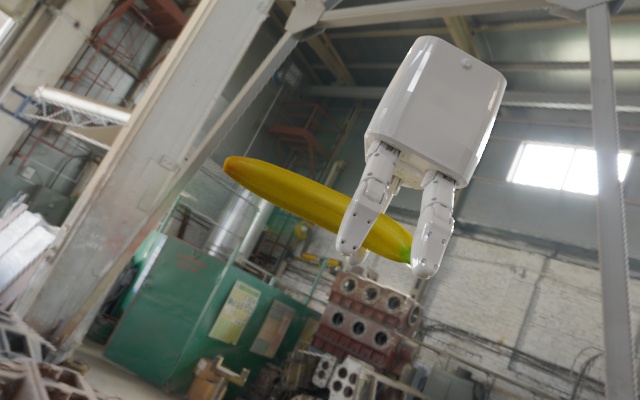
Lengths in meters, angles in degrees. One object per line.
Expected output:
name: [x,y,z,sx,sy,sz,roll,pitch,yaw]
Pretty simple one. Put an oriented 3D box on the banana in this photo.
banana: [0.007,0.007,0.431,0.198,0.037,0.070,25,-6,15]
